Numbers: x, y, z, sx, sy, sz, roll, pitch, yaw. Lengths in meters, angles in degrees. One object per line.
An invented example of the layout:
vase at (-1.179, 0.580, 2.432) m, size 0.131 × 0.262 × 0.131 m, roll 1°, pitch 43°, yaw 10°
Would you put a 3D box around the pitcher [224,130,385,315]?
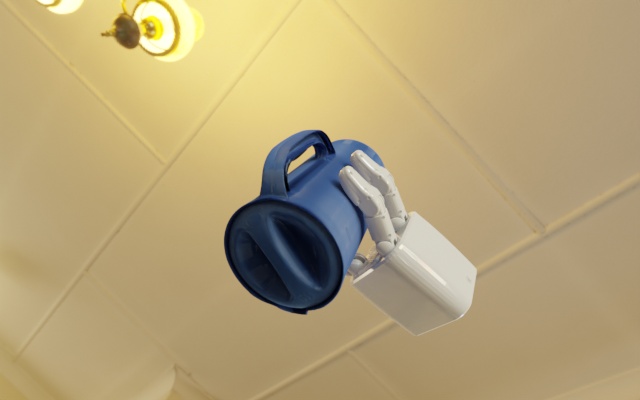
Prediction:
pitcher at (0.000, 0.002, 0.571) m, size 0.149 × 0.145 × 0.242 m, roll -49°, pitch 1°, yaw 33°
